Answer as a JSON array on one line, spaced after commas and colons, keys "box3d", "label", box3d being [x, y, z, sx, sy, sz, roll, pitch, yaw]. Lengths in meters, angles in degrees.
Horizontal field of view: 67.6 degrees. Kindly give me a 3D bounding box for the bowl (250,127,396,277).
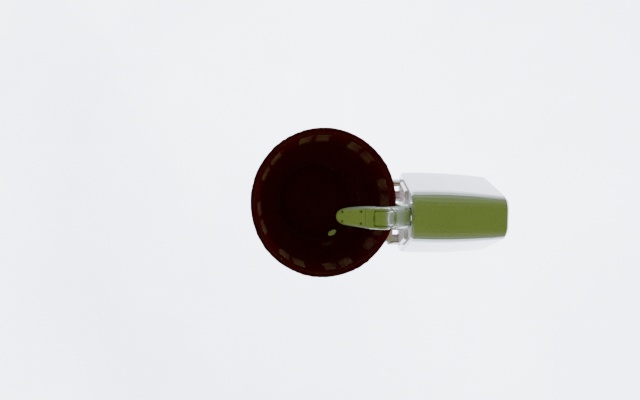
[{"box3d": [-0.001, 0.001, 0.537, 0.162, 0.162, 0.055, 0, 2, -13], "label": "bowl"}]
